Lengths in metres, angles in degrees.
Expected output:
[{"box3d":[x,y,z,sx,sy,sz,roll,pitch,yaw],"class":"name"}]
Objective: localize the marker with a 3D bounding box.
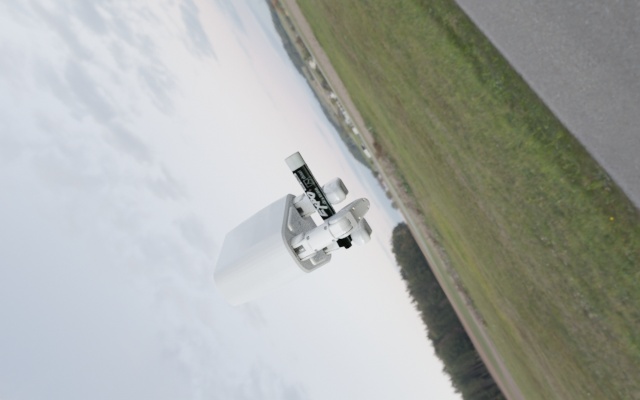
[{"box3d":[0.000,0.002,0.524,0.020,0.121,0.020,-31,9,5],"class":"marker"}]
